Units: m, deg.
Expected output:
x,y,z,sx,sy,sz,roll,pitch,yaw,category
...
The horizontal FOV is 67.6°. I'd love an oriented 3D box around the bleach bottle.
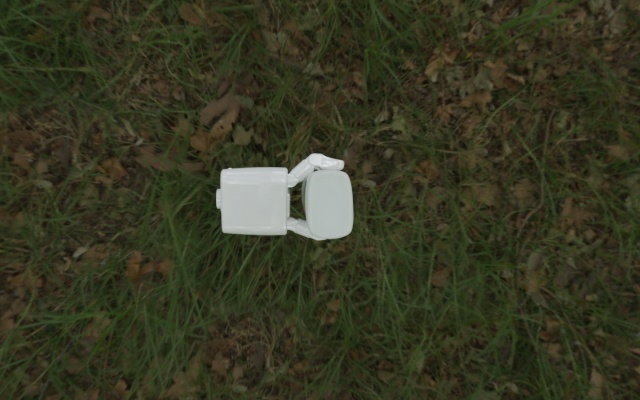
x,y,z,sx,sy,sz,roll,pitch,yaw,category
0.000,0.003,0.801,0.068,0.102,0.251,-1,1,-6,bleach bottle
